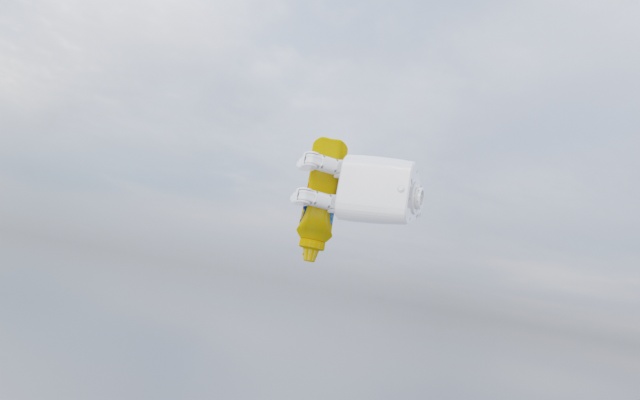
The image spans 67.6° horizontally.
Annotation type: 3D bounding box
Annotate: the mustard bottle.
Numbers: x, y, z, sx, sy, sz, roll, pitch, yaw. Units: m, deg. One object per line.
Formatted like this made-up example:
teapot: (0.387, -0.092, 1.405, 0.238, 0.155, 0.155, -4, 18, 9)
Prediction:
mustard bottle: (0.000, 0.002, 0.760, 0.058, 0.191, 0.096, 11, -10, -1)
